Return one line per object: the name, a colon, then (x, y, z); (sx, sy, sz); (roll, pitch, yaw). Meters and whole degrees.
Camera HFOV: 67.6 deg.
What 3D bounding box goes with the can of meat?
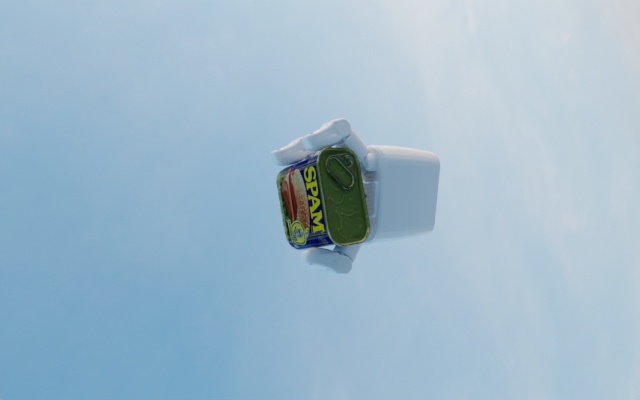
can of meat: (0.000, 0.002, 0.519); (0.057, 0.102, 0.084); (-5, -6, -38)
